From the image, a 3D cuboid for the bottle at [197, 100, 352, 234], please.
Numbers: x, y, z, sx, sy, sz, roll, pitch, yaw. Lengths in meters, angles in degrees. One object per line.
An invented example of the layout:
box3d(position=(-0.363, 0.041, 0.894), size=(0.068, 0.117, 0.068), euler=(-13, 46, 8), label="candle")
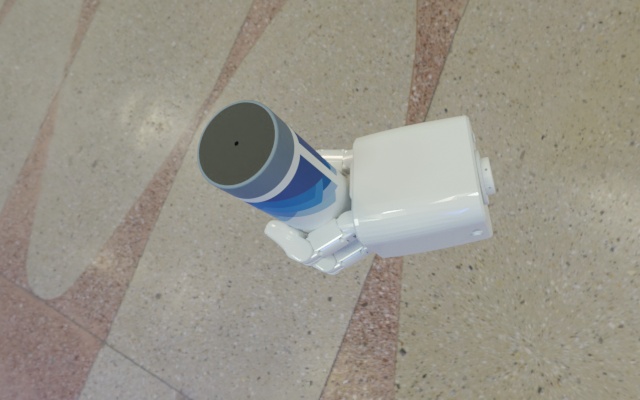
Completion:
box3d(position=(0.000, 0.001, 0.458), size=(0.069, 0.069, 0.296), euler=(0, -16, 24), label="bottle")
